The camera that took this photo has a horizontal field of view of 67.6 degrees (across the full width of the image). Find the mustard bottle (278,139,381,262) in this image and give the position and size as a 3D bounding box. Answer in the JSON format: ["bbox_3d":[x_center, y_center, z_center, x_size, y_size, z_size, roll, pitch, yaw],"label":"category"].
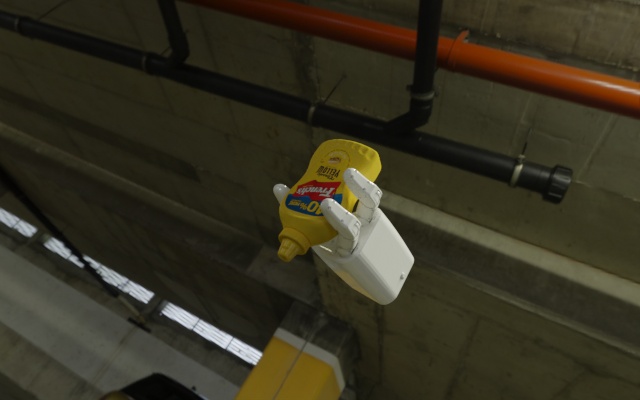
[{"bbox_3d":[0.000,0.002,0.640,0.096,0.191,0.058,16,-33,29],"label":"mustard bottle"}]
